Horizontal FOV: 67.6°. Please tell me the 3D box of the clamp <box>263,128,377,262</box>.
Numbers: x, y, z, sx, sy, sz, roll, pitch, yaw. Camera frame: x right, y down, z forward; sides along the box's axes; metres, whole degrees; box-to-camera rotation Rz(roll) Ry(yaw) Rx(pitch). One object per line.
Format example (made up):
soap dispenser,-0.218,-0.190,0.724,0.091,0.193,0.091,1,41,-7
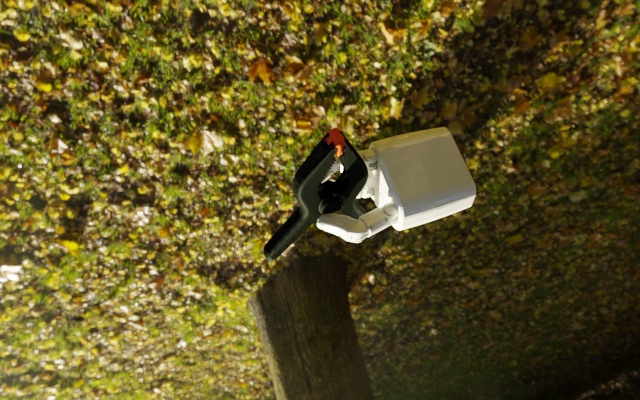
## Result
clamp,0.001,0.002,0.594,0.164,0.036,0.210,-17,-38,-12
